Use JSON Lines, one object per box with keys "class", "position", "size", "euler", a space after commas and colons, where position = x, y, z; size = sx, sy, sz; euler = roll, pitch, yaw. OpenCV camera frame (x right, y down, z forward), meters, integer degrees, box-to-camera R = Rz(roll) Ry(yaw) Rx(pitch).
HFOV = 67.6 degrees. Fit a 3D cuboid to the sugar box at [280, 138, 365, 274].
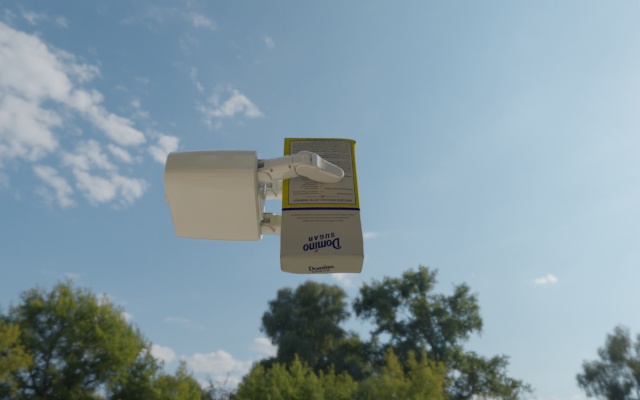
{"class": "sugar box", "position": [0.000, 0.002, 0.572], "size": [0.093, 0.176, 0.048], "euler": [0, -34, -1]}
